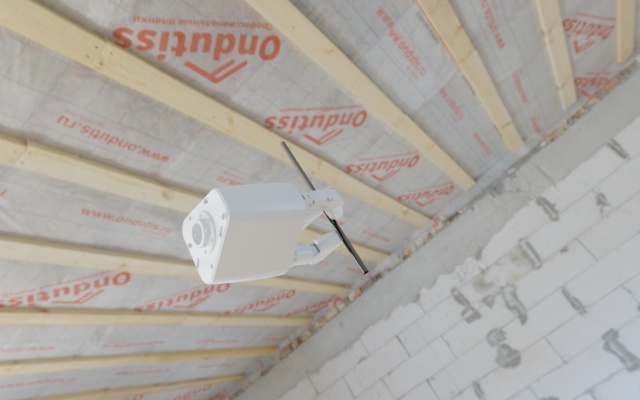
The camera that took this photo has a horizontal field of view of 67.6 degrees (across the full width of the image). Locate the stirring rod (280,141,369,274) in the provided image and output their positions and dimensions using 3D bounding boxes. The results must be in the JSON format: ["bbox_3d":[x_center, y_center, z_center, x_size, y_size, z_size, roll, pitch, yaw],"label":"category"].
[{"bbox_3d":[0.000,0.002,0.655,0.011,0.239,0.011,-24,-31,-15],"label":"stirring rod"}]
